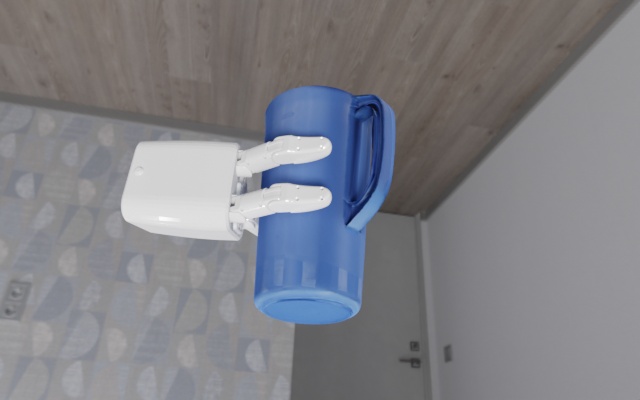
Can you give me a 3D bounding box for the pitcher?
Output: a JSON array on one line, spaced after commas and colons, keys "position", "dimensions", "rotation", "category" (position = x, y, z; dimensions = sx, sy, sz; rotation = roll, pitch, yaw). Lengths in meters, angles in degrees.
[{"position": [0.000, 0.002, 0.522], "dimensions": [0.145, 0.242, 0.149], "rotation": [4, -28, -1], "category": "pitcher"}]
